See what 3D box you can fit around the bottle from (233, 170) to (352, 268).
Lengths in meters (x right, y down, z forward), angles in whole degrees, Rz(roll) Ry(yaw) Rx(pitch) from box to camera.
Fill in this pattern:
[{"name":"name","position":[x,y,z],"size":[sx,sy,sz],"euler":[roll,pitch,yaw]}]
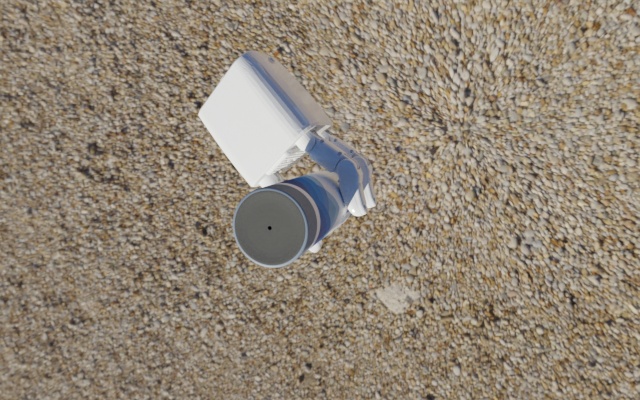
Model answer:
[{"name":"bottle","position":[0.000,0.002,0.525],"size":[0.069,0.069,0.295],"euler":[0,8,17]}]
